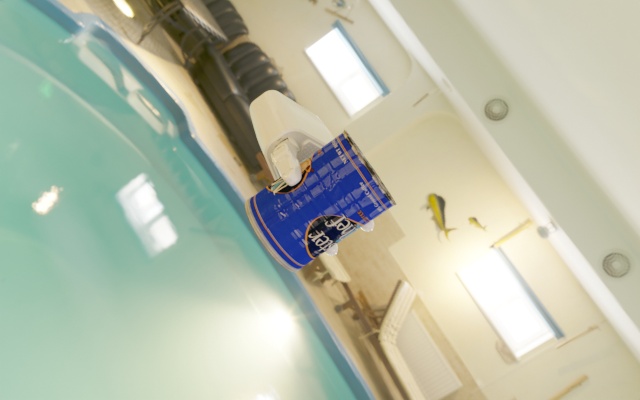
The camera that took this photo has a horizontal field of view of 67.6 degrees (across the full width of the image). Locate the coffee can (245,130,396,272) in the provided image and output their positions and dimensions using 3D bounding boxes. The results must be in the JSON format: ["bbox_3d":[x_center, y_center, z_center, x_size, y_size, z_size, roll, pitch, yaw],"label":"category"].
[{"bbox_3d":[0.000,0.002,0.547,0.140,0.103,0.103,-35,-6,9],"label":"coffee can"}]
